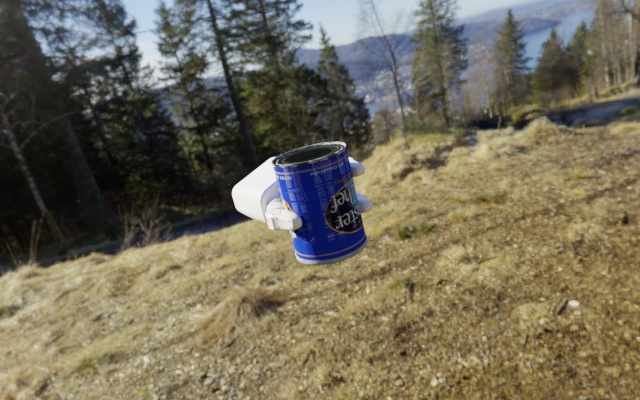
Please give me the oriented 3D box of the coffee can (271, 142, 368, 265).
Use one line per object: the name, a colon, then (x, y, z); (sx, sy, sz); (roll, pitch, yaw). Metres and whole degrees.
coffee can: (0.000, 0.002, 0.647); (0.103, 0.140, 0.102); (-12, 18, 4)
